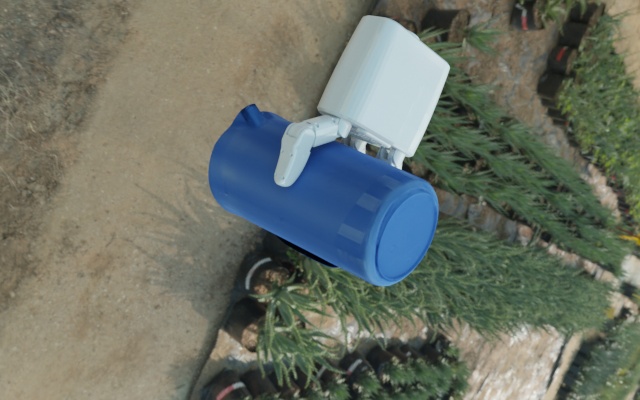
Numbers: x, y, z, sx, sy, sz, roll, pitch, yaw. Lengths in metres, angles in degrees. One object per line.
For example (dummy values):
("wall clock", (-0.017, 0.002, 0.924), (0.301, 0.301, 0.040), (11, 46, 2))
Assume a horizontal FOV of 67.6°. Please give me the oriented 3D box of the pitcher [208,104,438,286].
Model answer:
("pitcher", (0.000, 0.002, 0.519), (0.242, 0.145, 0.149), (26, 3, 41))
